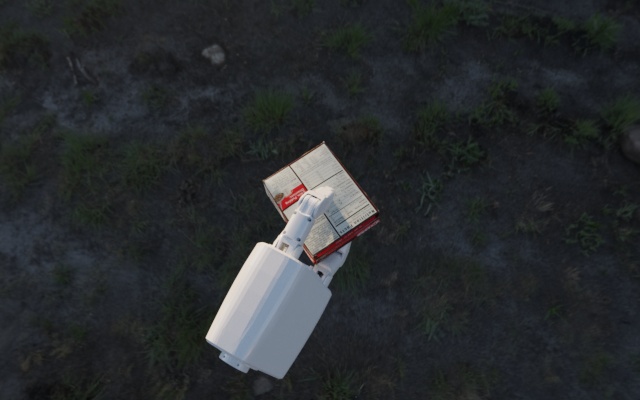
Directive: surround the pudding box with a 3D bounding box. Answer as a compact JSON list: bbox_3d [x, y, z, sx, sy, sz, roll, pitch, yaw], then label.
[{"bbox_3d":[0.000,0.002,0.542,0.090,0.113,0.039,-33,-20,-8],"label":"pudding box"}]
